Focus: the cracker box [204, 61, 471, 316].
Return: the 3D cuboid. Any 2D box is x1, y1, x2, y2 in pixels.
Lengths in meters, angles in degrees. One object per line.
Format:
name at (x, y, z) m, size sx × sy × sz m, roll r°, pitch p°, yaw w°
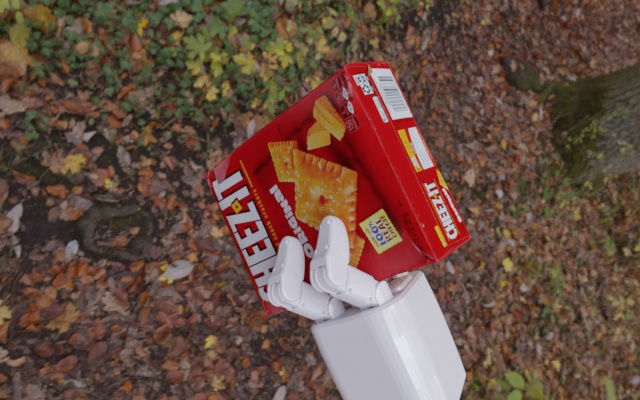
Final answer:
cracker box at (0.000, 0.001, 0.436) m, size 0.214 × 0.164 × 0.072 m, roll -28°, pitch -5°, yaw 41°
